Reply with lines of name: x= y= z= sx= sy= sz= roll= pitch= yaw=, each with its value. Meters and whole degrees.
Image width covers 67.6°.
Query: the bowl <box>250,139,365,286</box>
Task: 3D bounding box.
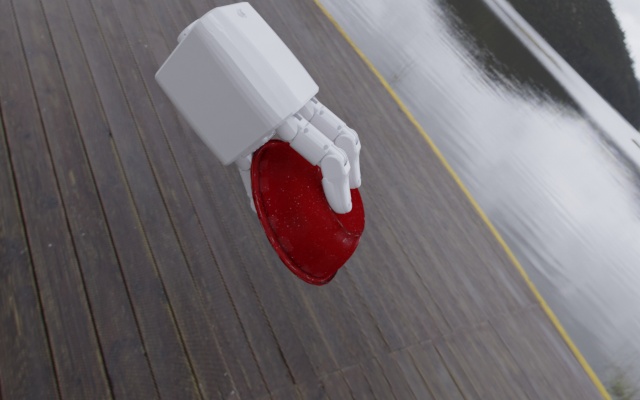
bowl: x=0.001 y=0.002 z=0.488 sx=0.055 sy=0.162 sz=0.162 roll=-22 pitch=-10 yaw=24
